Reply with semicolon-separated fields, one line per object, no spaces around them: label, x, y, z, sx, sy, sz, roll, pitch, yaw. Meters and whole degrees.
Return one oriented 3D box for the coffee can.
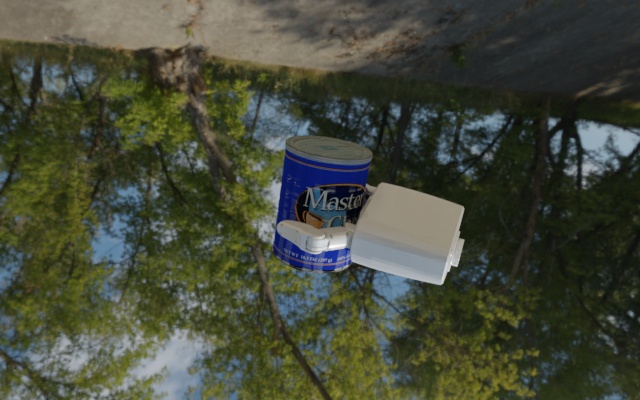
coffee can;0.000;0.002;0.579;0.103;0.140;0.102;8;20;-3
